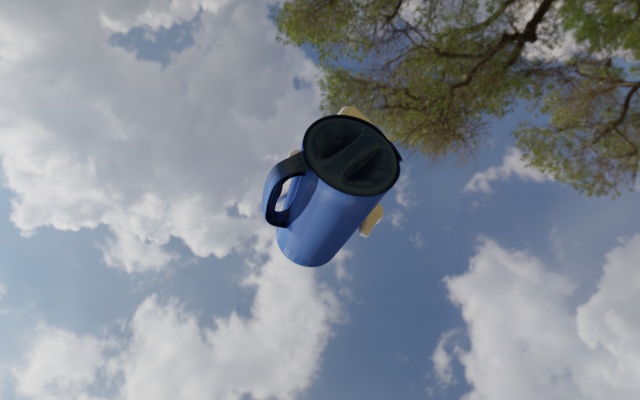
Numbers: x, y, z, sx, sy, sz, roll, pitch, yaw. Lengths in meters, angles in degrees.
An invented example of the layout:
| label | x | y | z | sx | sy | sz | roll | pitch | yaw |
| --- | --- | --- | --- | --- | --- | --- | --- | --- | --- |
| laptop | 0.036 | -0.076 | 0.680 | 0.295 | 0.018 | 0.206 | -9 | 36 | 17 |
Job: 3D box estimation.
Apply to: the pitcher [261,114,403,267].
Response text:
| label | x | y | z | sx | sy | sz | roll | pitch | yaw |
| --- | --- | --- | --- | --- | --- | --- | --- | --- | --- |
| pitcher | 0.000 | 0.002 | 0.697 | 0.149 | 0.145 | 0.243 | 28 | -38 | 0 |
